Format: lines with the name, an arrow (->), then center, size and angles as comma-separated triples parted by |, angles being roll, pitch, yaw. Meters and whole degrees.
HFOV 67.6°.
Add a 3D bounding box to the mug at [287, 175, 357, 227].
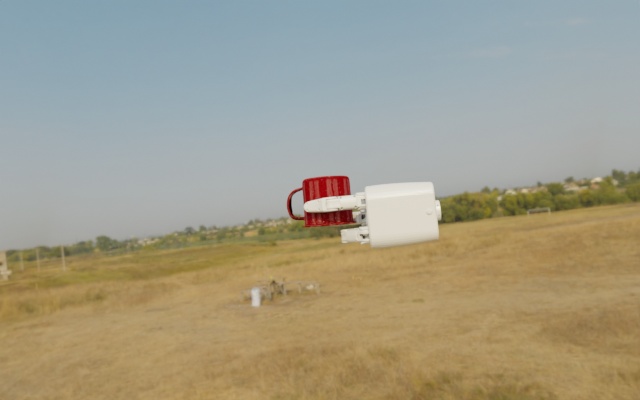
mug -> -0.001, 0.003, 0.816 | 0.117, 0.081, 0.093 | -5, -2, 8
